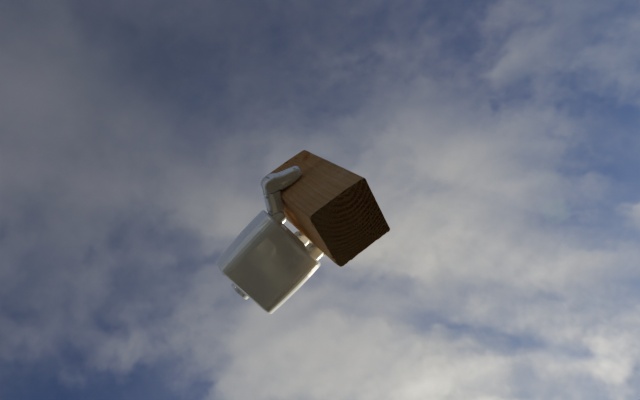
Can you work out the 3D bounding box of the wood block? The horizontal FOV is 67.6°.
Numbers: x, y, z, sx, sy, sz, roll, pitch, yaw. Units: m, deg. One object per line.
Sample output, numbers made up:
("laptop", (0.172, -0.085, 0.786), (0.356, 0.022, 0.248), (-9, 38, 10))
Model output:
("wood block", (0.000, 0.002, 0.701), (0.090, 0.091, 0.206), (-36, 27, -11))
